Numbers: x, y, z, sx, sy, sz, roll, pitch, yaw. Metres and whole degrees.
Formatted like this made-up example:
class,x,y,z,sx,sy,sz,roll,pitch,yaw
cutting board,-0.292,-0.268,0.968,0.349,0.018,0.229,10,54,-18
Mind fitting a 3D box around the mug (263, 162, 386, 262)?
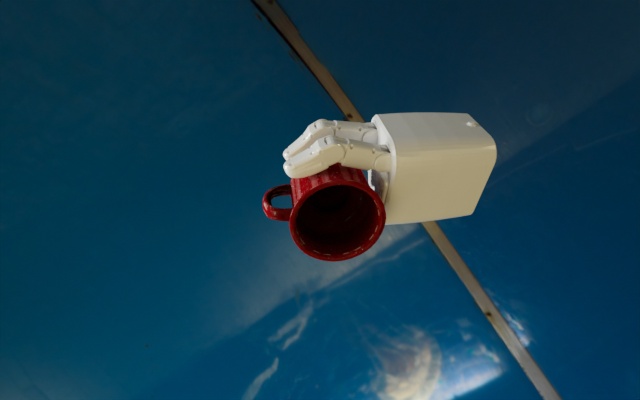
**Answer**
class,x,y,z,sx,sy,sz,roll,pitch,yaw
mug,-0.001,0.002,0.486,0.117,0.093,0.081,-3,31,-7
